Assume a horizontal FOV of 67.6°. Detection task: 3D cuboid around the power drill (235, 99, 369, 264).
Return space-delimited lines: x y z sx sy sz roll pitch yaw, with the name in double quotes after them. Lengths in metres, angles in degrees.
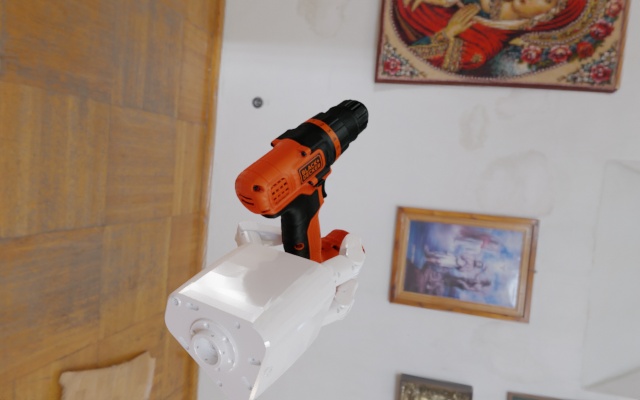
0.000 0.002 0.523 0.057 0.188 0.184 19 46 38 "power drill"
